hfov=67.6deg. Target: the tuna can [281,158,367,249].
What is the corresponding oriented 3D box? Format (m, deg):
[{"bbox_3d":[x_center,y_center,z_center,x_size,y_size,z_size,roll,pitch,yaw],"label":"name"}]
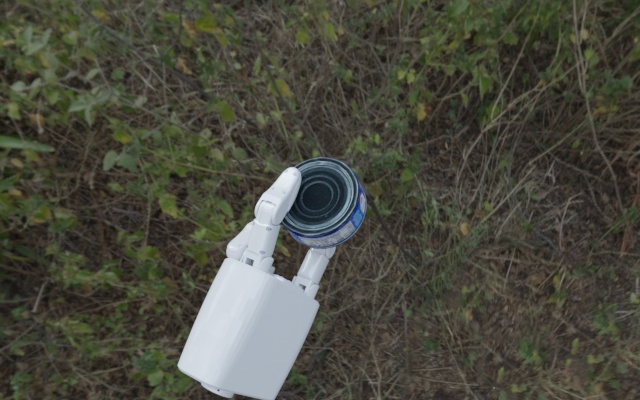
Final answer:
[{"bbox_3d":[0.000,0.001,0.465,0.086,0.086,0.034,0,-25,18],"label":"tuna can"}]
